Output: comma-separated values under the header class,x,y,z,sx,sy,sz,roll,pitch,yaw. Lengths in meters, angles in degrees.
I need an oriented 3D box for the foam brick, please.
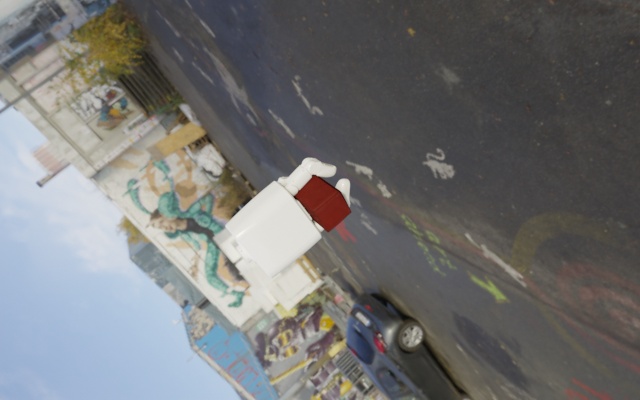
class,x,y,z,sx,sy,sz,roll,pitch,yaw
foam brick,0.000,0.002,0.742,0.051,0.053,0.078,-41,41,-11
